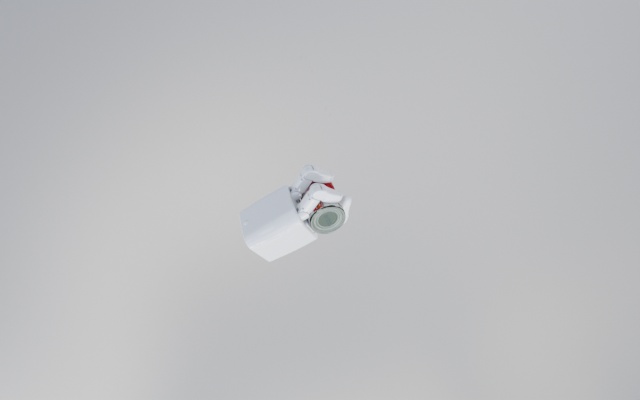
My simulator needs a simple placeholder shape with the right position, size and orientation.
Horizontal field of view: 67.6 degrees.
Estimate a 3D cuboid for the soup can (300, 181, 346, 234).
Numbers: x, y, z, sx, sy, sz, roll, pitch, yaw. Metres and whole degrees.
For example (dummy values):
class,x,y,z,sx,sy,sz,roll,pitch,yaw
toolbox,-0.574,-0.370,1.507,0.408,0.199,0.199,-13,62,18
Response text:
class,x,y,z,sx,sy,sz,roll,pitch,yaw
soup can,0.001,0.003,0.872,0.068,0.068,0.102,0,40,-20
